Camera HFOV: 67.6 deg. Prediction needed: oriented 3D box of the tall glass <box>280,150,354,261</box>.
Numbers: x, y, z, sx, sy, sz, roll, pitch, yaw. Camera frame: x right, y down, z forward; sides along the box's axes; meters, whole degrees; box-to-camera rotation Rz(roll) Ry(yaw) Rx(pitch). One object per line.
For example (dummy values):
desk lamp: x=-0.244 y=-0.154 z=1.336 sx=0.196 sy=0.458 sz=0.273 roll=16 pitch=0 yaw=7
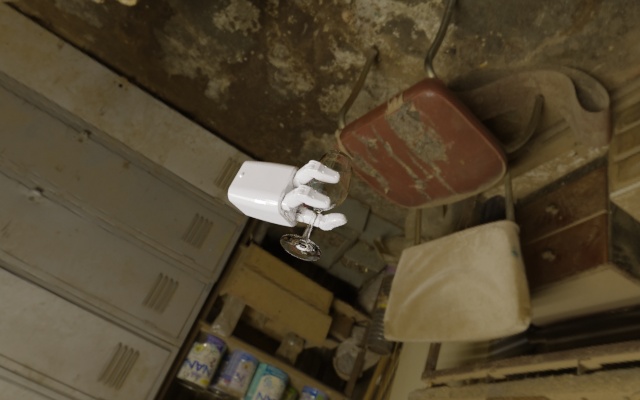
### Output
tall glass: x=0.000 y=0.003 z=0.846 sx=0.079 sy=0.201 sz=0.079 roll=16 pitch=-33 yaw=11
